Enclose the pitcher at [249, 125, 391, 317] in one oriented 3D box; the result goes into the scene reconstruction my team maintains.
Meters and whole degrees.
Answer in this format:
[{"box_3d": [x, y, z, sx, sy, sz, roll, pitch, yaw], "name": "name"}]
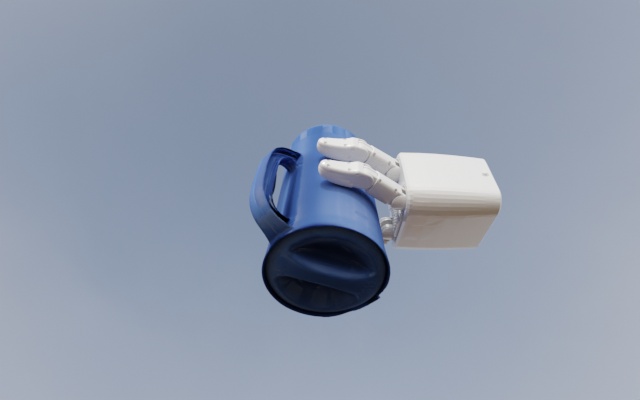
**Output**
[{"box_3d": [0.000, 0.002, 0.577, 0.145, 0.149, 0.242, 1, 37, 0], "name": "pitcher"}]
